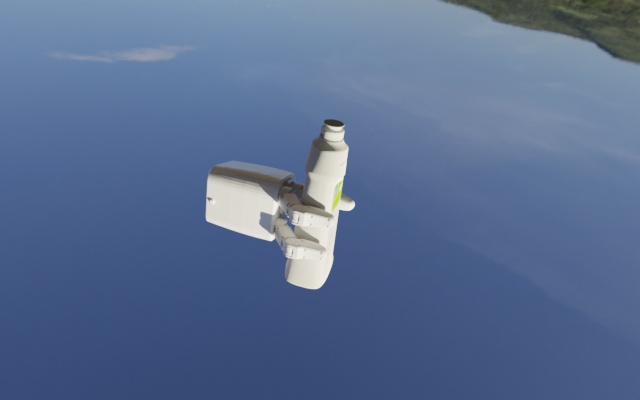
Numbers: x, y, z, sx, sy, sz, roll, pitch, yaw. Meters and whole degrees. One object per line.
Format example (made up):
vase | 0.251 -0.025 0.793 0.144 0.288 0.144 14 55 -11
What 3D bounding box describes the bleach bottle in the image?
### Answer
bleach bottle | 0.000 0.002 0.695 0.068 0.251 0.102 14 29 6
